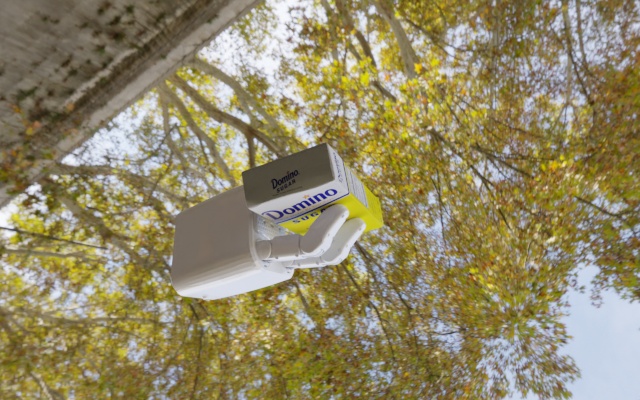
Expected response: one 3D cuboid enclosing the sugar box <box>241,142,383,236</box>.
[{"bbox_3d":[0.000,0.002,0.513,0.093,0.048,0.176,-18,-20,17],"label":"sugar box"}]
